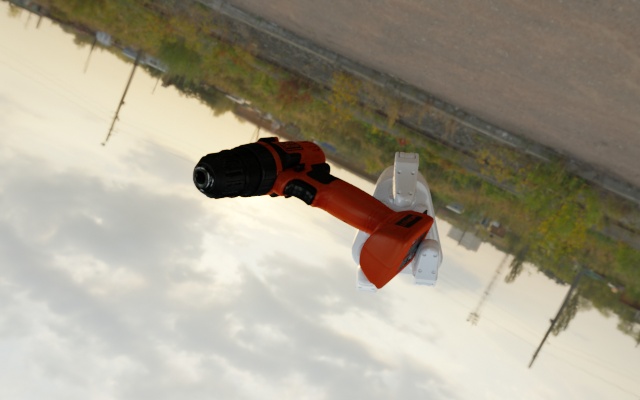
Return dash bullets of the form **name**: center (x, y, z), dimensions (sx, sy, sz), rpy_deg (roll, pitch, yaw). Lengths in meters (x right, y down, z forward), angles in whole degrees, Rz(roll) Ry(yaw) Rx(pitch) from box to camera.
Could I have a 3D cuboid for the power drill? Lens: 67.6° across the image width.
- **power drill**: center (0.001, 0.002, 0.443), dimensions (0.187, 0.057, 0.184), rpy_deg (34, 25, 20)
